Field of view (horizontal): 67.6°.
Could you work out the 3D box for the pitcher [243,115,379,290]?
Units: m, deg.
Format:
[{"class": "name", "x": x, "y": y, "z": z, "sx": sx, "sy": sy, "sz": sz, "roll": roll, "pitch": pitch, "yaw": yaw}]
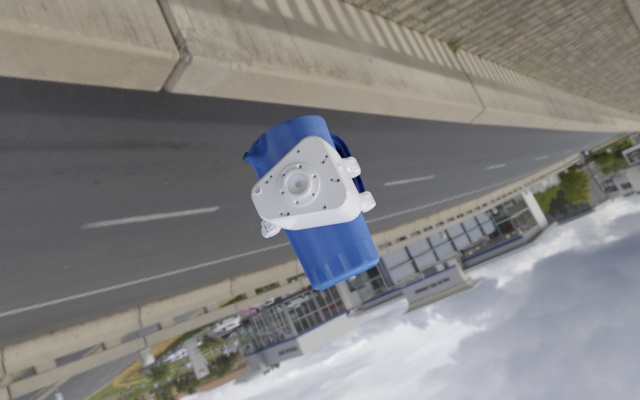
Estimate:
[{"class": "pitcher", "x": 0.000, "y": 0.002, "z": 0.726, "sx": 0.149, "sy": 0.242, "sz": 0.145, "roll": -25, "pitch": -11, "yaw": 4}]
